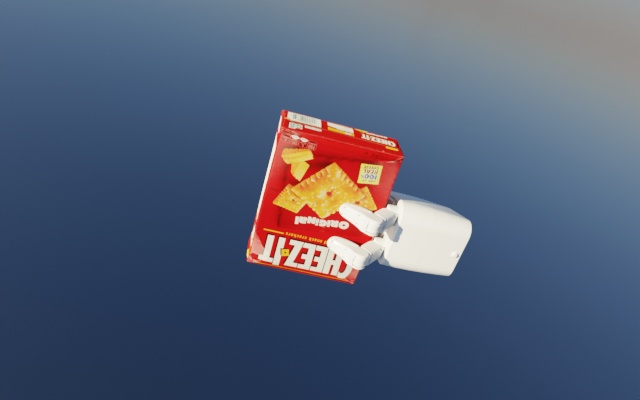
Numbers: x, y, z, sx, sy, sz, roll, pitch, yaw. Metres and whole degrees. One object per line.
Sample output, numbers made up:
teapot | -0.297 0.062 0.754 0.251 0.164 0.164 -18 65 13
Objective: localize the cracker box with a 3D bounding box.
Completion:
cracker box | 0.000 0.002 0.662 0.164 0.214 0.072 14 27 -8
